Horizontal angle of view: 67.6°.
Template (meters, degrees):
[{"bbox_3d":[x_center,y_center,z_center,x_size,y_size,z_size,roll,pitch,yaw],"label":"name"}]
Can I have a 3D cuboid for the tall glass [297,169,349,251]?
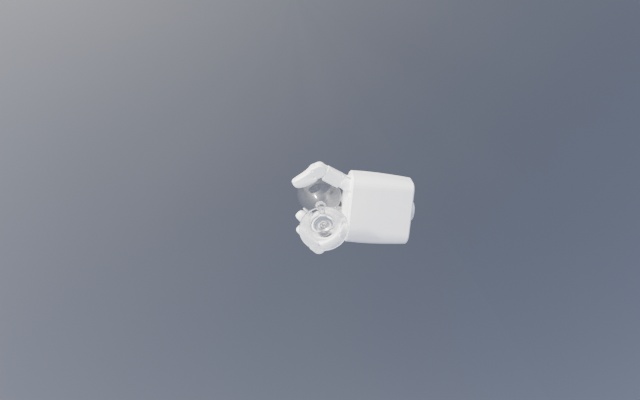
[{"bbox_3d":[0.000,0.003,0.799,0.079,0.079,0.201,0,24,-4],"label":"tall glass"}]
